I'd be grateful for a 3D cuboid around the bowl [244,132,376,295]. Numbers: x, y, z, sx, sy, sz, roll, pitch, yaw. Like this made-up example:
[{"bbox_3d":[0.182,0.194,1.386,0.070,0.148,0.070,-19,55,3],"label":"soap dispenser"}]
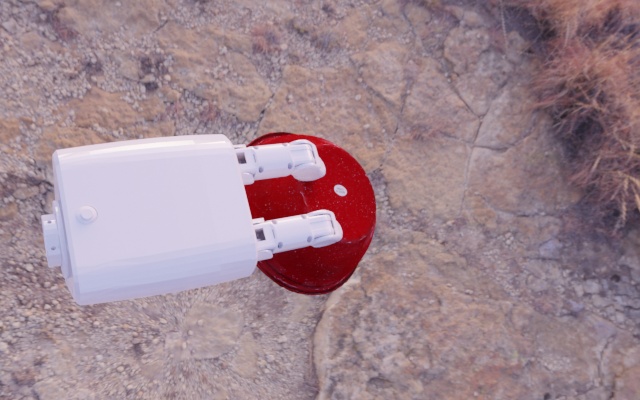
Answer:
[{"bbox_3d":[0.001,0.001,0.437,0.162,0.162,0.055,0,-19,-43],"label":"bowl"}]
